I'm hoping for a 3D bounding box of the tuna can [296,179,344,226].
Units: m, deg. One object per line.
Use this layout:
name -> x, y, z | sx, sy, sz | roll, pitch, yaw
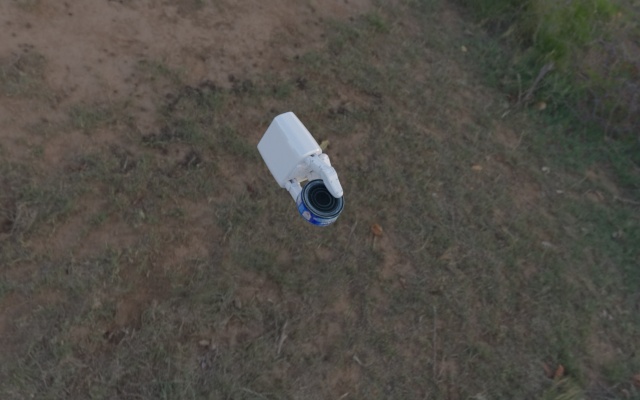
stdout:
tuna can -> 0.000, 0.003, 0.890 | 0.086, 0.086, 0.034 | 0, -29, -23
